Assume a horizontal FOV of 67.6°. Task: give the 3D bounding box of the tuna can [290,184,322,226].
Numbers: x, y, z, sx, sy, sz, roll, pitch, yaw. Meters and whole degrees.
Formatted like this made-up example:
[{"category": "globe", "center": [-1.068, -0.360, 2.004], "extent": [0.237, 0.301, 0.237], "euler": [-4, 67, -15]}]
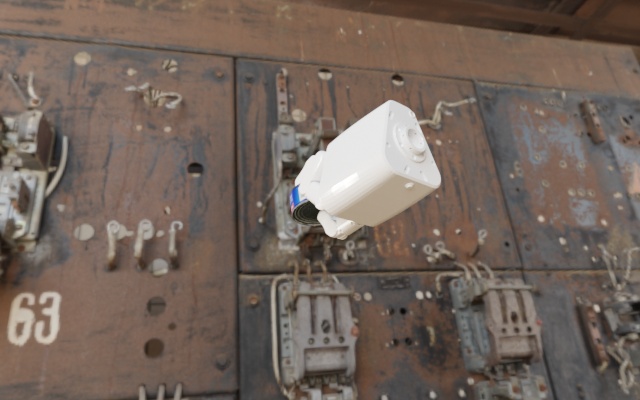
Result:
[{"category": "tuna can", "center": [0.000, 0.002, 0.671], "extent": [0.086, 0.033, 0.086], "euler": [-8, -28, -4]}]
